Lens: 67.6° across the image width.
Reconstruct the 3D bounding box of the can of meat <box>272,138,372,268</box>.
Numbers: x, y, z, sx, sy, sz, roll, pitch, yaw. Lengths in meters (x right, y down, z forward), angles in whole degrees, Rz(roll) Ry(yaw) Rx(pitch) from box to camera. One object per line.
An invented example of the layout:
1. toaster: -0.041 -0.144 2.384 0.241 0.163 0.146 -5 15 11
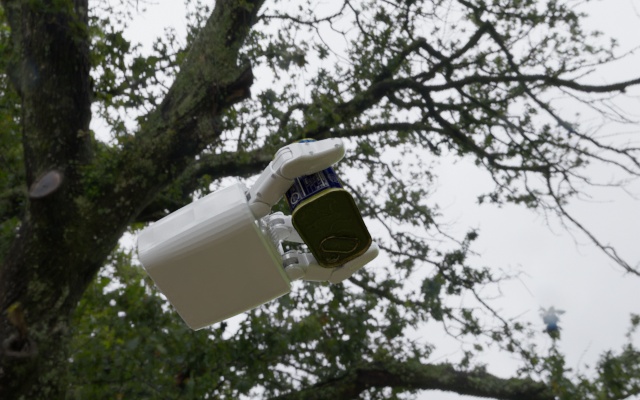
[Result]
1. can of meat: 0.000 0.001 0.458 0.057 0.084 0.102 -27 -43 2
